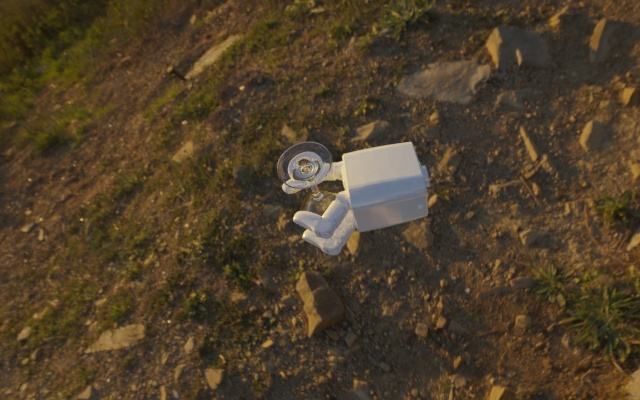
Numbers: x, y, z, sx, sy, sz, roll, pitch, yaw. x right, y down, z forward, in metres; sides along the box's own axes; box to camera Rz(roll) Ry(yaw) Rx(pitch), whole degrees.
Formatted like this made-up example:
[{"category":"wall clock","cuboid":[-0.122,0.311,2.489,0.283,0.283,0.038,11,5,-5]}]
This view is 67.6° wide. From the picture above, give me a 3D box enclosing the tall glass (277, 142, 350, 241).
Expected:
[{"category":"tall glass","cuboid":[0.000,0.002,0.708,0.079,0.079,0.201,0,-30,14]}]
